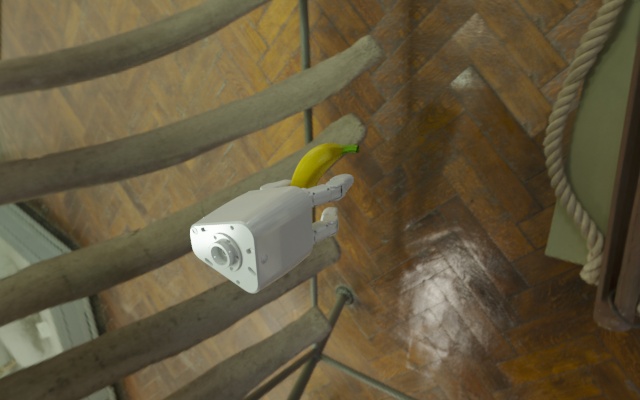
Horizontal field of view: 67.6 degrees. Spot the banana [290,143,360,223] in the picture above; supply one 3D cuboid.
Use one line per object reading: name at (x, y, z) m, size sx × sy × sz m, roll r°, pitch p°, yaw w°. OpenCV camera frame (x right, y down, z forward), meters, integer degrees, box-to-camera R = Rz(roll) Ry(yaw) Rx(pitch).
banana at (-0.014, -0.010, 0.691) m, size 0.069 × 0.198 × 0.037 m, roll 34°, pitch 36°, yaw 13°
